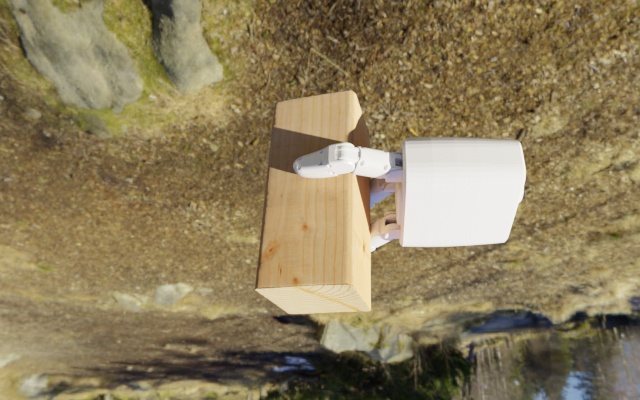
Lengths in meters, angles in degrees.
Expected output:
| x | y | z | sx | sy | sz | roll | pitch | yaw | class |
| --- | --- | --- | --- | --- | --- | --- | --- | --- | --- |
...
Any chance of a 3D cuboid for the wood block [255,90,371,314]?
| x | y | z | sx | sy | sz | roll | pitch | yaw | class |
| --- | --- | --- | --- | --- | --- | --- | --- | --- | --- |
| 0.000 | 0.002 | 0.489 | 0.090 | 0.206 | 0.091 | -6 | -28 | 16 | wood block |
